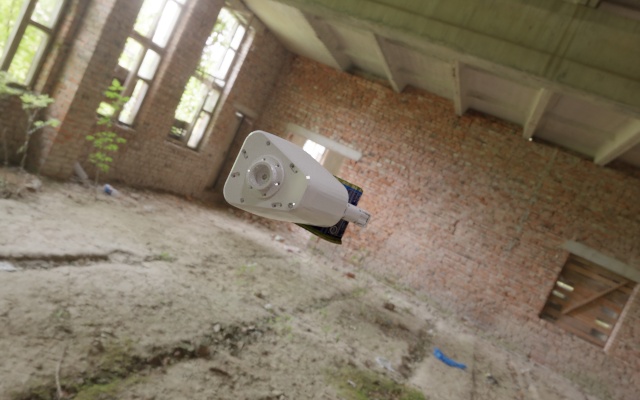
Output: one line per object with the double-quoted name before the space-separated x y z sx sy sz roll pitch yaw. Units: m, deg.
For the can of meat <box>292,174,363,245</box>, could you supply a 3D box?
"can of meat" 0.000 0.002 0.671 0.102 0.084 0.057 26 3 30
